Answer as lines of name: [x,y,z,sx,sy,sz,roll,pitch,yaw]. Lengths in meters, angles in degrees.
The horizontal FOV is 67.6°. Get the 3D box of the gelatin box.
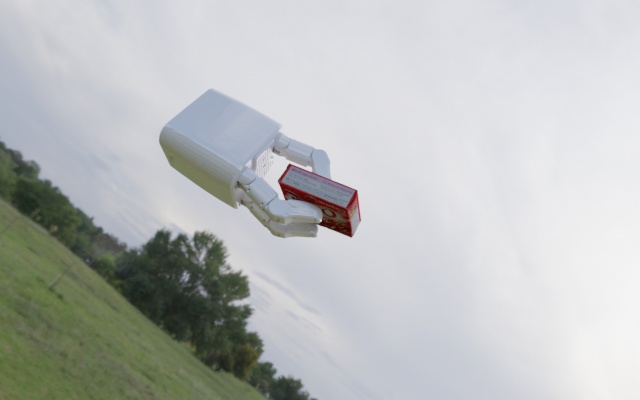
gelatin box: [0.001,0.002,0.546,0.089,0.030,0.073,22,-24,18]
